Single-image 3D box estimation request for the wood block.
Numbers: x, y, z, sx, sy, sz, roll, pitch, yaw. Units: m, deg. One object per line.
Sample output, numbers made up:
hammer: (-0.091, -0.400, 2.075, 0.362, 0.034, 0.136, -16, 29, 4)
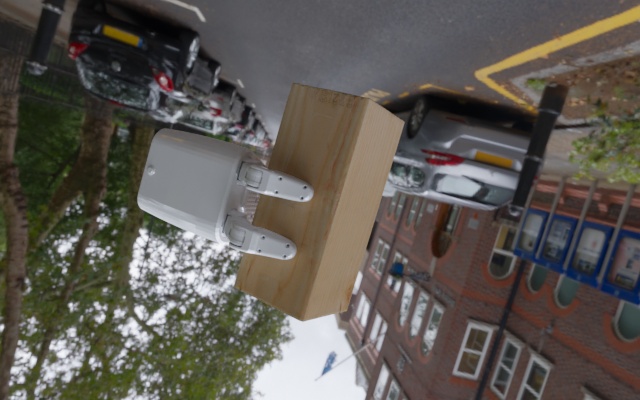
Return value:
wood block: (0.000, 0.002, 0.477, 0.090, 0.206, 0.091, 19, 5, 30)
